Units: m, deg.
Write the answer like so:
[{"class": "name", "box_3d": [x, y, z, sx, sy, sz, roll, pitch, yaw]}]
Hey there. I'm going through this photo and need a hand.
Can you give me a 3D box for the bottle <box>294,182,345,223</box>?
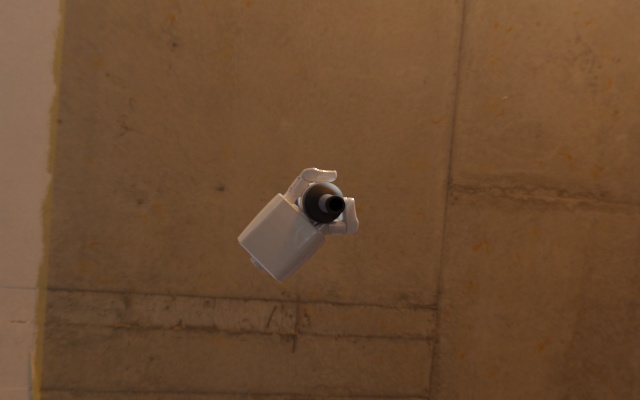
[{"class": "bottle", "box_3d": [0.000, 0.003, 0.806, 0.069, 0.069, 0.295, 0, 2, -8]}]
